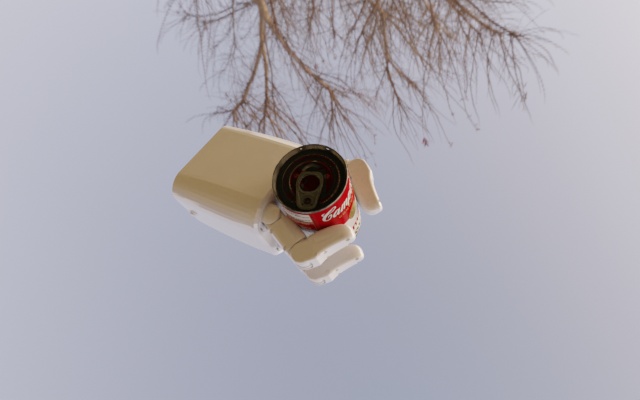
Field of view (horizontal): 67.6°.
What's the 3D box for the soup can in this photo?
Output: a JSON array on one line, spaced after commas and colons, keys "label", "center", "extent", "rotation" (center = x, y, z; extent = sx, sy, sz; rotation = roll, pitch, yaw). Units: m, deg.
[{"label": "soup can", "center": [0.001, 0.002, 0.458], "extent": [0.068, 0.068, 0.102], "rotation": [0, -25, 13]}]
